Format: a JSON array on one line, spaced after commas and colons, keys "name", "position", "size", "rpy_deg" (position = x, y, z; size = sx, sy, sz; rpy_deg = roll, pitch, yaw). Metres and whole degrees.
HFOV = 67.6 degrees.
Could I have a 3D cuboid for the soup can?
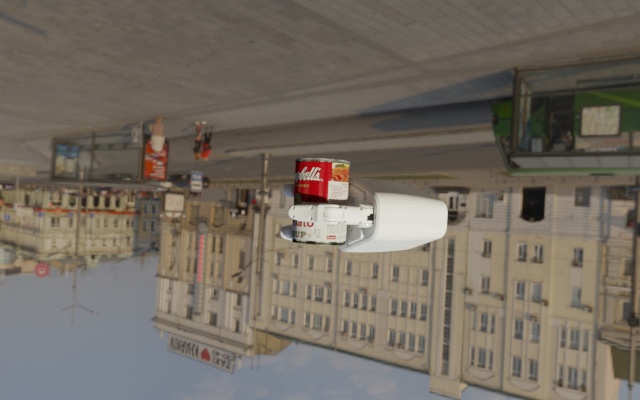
[{"name": "soup can", "position": [0.000, 0.002, 0.589], "size": [0.068, 0.102, 0.068], "rpy_deg": [3, -1, 0]}]
